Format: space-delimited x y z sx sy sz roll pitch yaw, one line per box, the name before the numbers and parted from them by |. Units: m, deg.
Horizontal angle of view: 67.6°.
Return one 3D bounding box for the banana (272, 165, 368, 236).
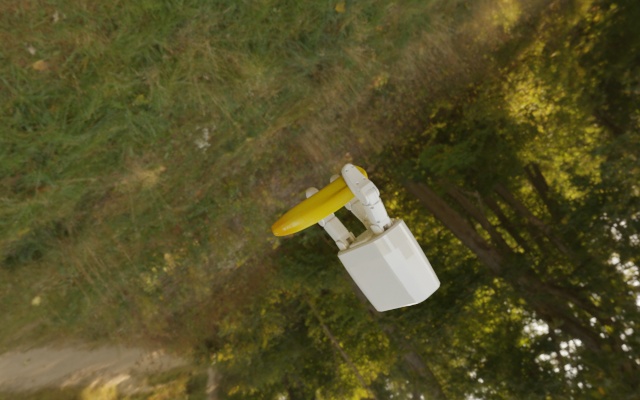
banana | 0.014 -0.005 0.656 0.070 0.037 0.197 -26 8 42
